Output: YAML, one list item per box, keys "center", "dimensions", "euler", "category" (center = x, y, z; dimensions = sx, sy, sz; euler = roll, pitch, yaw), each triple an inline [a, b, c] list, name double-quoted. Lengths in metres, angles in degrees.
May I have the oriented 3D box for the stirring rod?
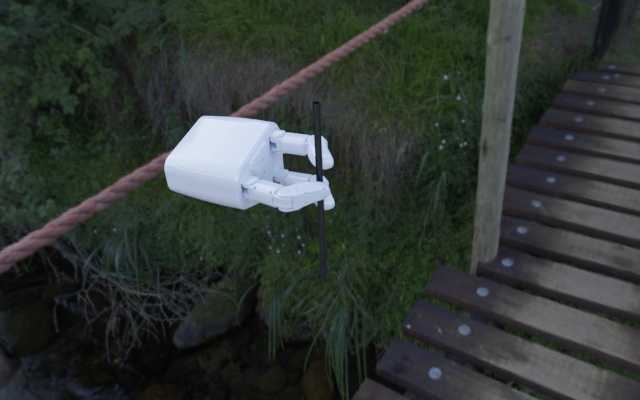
- center: [0.000, 0.002, 0.552]
  dimensions: [0.011, 0.240, 0.011]
  euler: [-2, 32, 1]
  category: "stirring rod"
